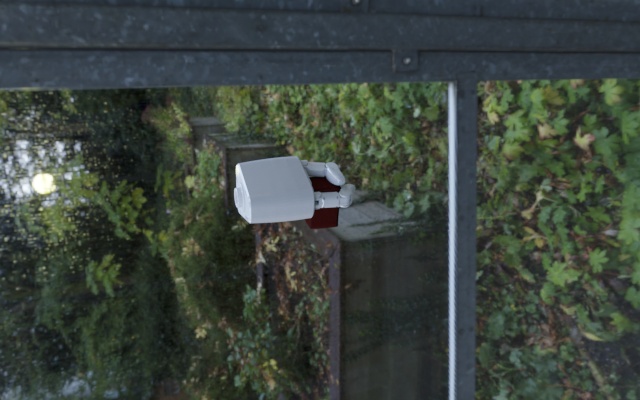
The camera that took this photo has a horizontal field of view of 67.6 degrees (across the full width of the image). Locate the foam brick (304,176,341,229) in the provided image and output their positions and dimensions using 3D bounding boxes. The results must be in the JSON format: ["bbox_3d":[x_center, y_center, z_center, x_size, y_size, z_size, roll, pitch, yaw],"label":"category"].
[{"bbox_3d":[0.000,0.003,0.821,0.051,0.078,0.053,-7,29,-19],"label":"foam brick"}]
